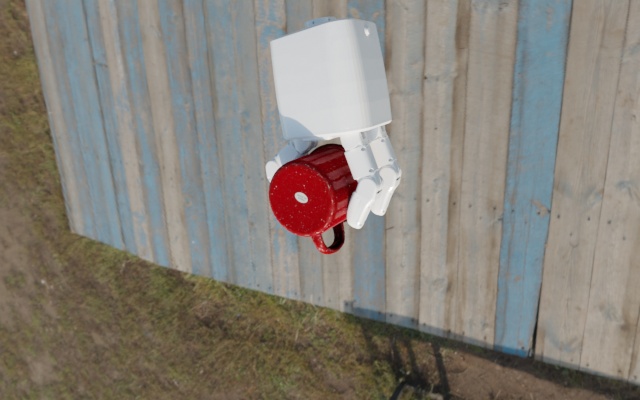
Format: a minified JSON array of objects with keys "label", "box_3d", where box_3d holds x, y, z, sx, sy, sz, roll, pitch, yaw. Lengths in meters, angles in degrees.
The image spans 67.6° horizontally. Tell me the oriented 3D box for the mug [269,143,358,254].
[{"label":"mug","box_3d":[0.000,0.003,0.518,0.093,0.117,0.081,-4,12,31]}]
